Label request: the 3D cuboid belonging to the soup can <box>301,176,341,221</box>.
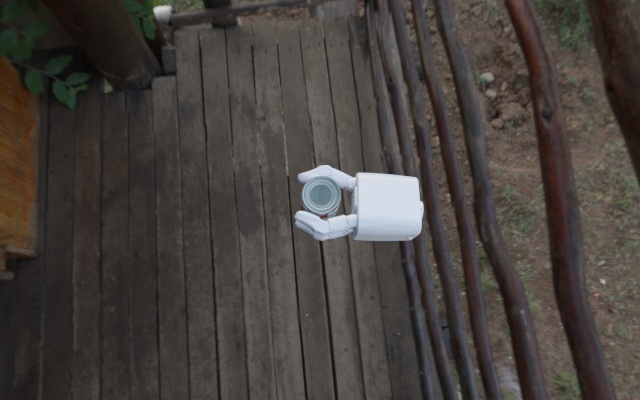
[{"bbox_3d":[0.000,0.003,0.827,0.068,0.068,0.102,0,-13,-2],"label":"soup can"}]
